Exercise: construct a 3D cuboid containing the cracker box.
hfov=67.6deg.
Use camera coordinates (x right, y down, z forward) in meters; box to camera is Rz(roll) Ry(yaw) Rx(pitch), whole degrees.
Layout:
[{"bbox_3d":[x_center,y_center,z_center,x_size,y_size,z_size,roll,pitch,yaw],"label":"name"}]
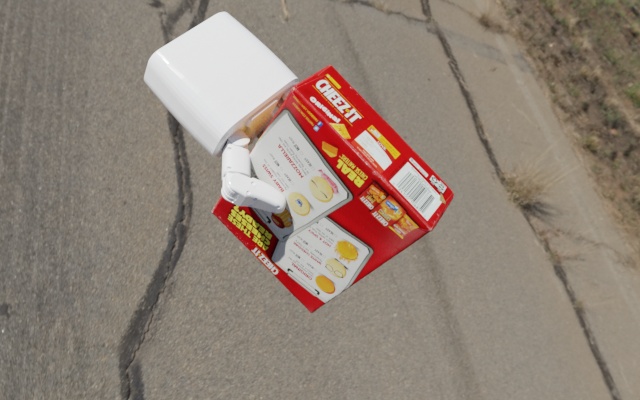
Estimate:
[{"bbox_3d":[0.000,0.002,0.480,0.072,0.164,0.214,-43,-2,-42],"label":"cracker box"}]
